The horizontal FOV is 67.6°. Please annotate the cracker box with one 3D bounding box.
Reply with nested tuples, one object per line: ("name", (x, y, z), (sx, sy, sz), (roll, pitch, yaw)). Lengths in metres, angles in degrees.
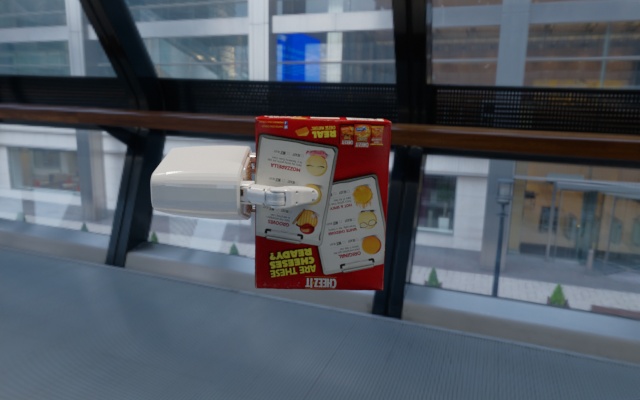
("cracker box", (0.000, 0.002, 0.611), (0.164, 0.214, 0.072), (1, 11, -1))
